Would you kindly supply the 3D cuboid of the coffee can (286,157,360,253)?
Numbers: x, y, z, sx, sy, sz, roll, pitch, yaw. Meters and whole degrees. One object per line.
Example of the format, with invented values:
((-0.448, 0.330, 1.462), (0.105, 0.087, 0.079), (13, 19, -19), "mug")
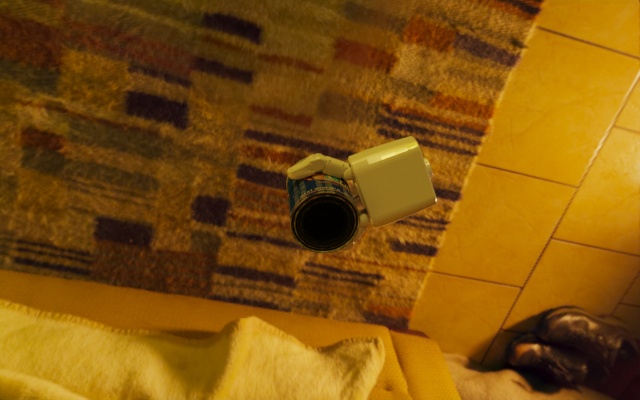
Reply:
((0.000, 0.002, 0.750), (0.103, 0.103, 0.140), (0, 27, -6), "coffee can")
